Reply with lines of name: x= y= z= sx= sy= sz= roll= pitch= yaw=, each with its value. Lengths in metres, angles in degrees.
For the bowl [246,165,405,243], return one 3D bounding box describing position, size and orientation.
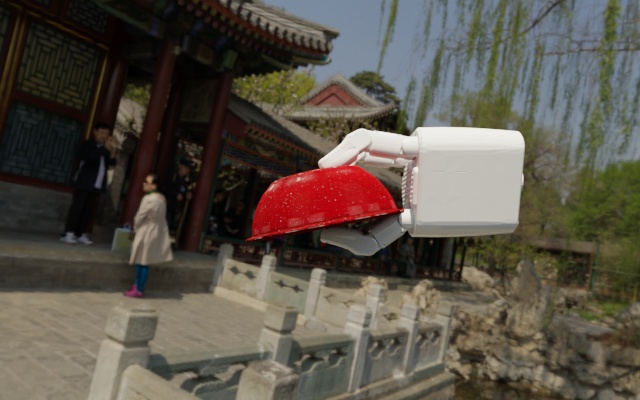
bowl: x=-0.001 y=0.001 z=0.482 sx=0.162 sy=0.055 sz=0.162 roll=-11 pitch=-4 yaw=-1
